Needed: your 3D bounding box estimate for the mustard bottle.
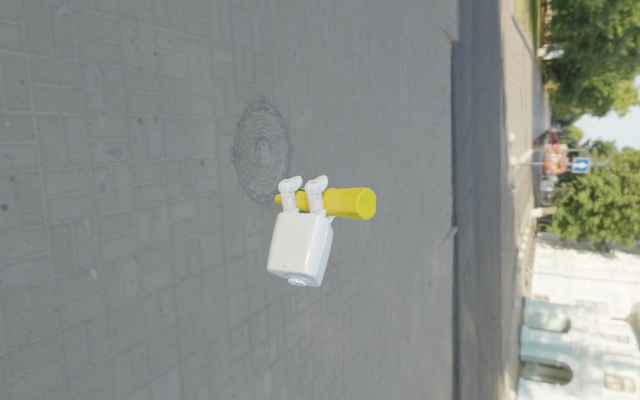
[{"bbox_3d":[0.000,0.003,0.890,0.191,0.058,0.096,2,2,26],"label":"mustard bottle"}]
